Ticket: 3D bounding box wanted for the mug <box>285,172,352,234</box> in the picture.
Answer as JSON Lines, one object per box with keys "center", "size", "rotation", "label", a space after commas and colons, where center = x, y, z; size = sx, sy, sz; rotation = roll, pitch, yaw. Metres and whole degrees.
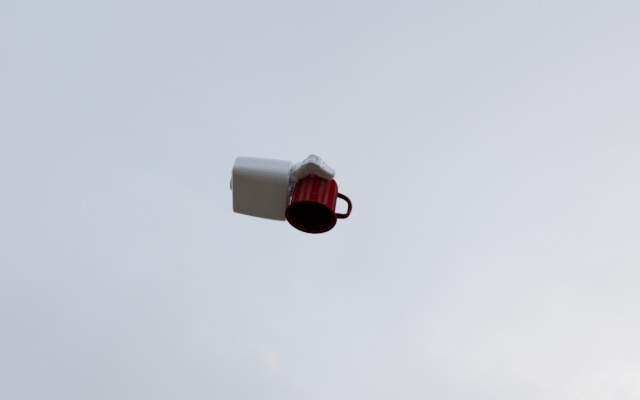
{"center": [0.002, 0.003, 0.865], "size": [0.117, 0.081, 0.093], "rotation": [8, -41, 2], "label": "mug"}
